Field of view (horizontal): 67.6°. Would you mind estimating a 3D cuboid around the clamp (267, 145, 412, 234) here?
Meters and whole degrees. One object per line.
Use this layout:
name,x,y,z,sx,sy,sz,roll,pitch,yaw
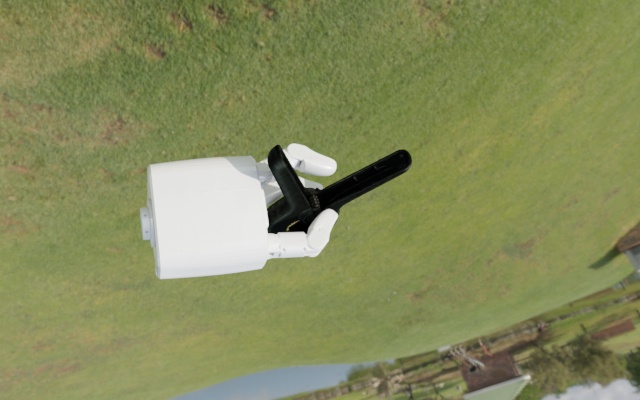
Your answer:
clamp,0.000,0.003,0.554,0.164,0.036,0.210,-4,-29,-22
